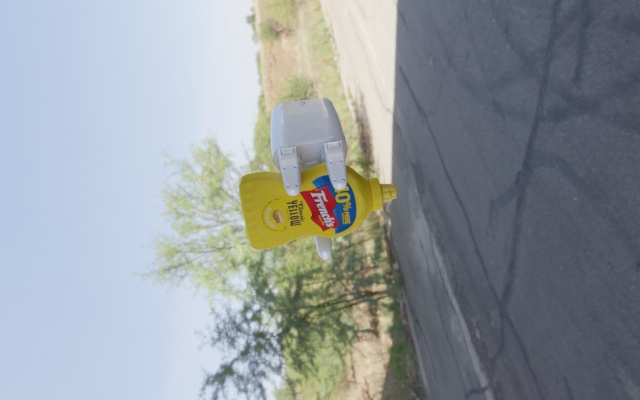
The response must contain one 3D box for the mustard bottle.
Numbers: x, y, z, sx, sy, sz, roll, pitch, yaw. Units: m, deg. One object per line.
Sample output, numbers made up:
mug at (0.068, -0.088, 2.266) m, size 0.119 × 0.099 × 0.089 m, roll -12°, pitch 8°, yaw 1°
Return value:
mustard bottle at (0.000, 0.002, 0.601) m, size 0.191 × 0.096 × 0.058 m, roll -9°, pitch 20°, yaw -2°
